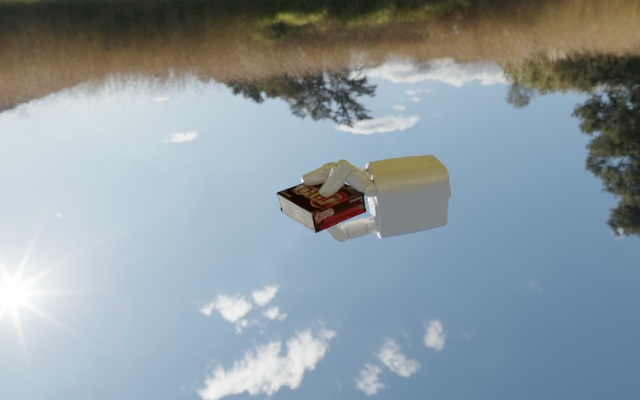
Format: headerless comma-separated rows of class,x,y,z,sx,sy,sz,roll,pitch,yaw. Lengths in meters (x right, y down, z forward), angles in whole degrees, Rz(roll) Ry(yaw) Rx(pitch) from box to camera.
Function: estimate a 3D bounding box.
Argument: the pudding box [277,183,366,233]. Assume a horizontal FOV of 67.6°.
pudding box,0.000,0.002,0.713,0.090,0.039,0.113,-20,23,-26
